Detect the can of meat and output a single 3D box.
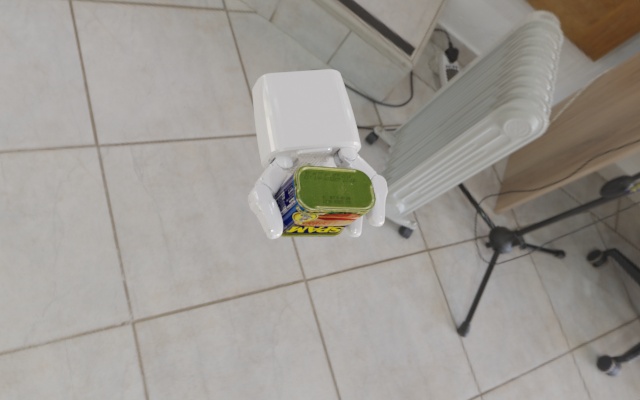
[{"bbox_3d":[0.000,0.002,0.542,0.102,0.057,0.084,2,-23,-27],"label":"can of meat"}]
